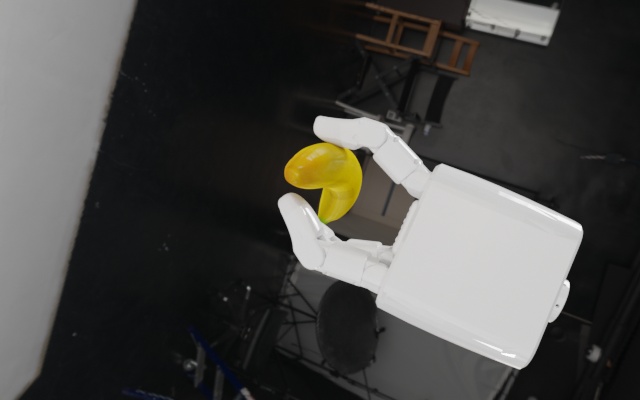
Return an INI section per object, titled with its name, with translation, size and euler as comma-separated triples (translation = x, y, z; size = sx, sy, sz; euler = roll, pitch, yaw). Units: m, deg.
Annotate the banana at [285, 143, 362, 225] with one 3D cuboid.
[banana]
translation = 0.010, -0.013, 0.423
size = 0.037, 0.069, 0.198
euler = 28, -12, 13
